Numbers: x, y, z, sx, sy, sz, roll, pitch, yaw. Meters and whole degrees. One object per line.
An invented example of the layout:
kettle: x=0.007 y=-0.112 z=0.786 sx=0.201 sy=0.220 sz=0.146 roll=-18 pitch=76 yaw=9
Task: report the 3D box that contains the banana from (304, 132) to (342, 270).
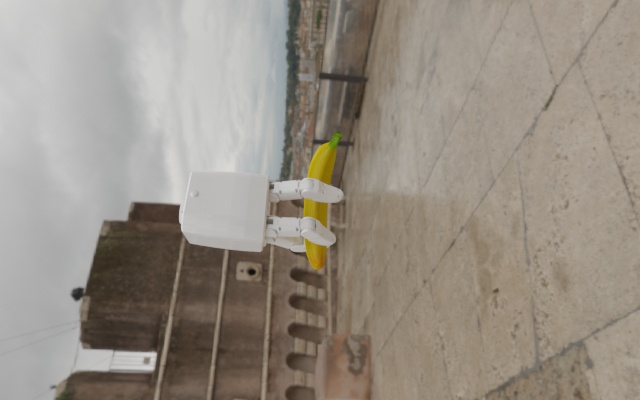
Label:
banana: x=-0.003 y=0.001 z=0.696 sx=0.037 sy=0.197 sz=0.069 roll=8 pitch=-9 yaw=-10
